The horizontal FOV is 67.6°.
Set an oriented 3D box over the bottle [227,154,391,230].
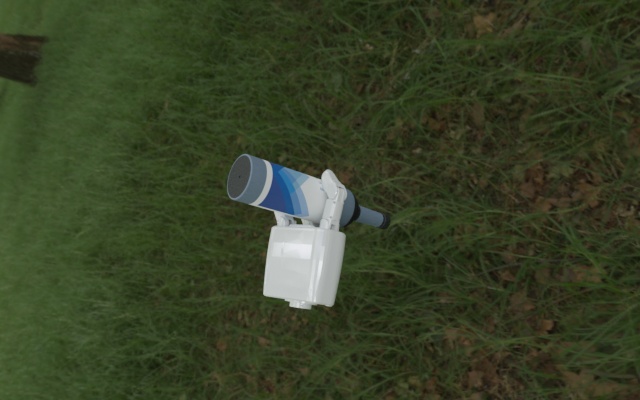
[{"bbox_3d":[0.000,0.002,0.748,0.296,0.069,0.069,17,-11,-36],"label":"bottle"}]
